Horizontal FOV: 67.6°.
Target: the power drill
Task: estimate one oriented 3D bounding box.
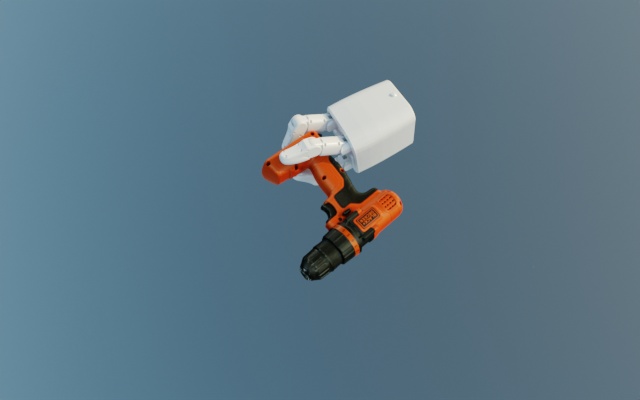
[{"bbox_3d":[0.000,0.002,0.699,0.184,0.187,0.057,-37,-13,-23],"label":"power drill"}]
